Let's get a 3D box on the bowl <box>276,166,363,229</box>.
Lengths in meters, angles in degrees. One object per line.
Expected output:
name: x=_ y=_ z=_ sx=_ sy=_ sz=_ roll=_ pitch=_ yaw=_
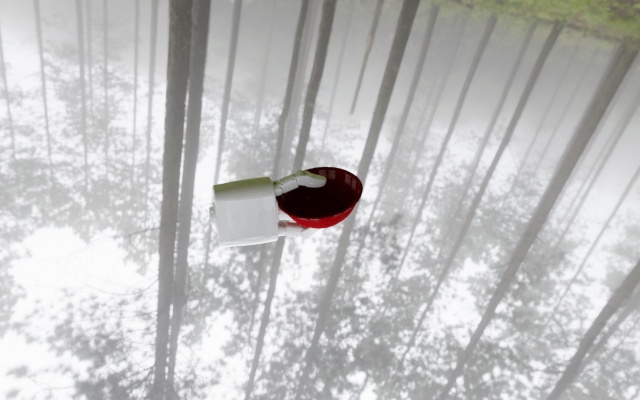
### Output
bowl: x=0.002 y=0.003 z=0.887 sx=0.162 sy=0.055 sz=0.162 roll=-6 pitch=37 yaw=5
